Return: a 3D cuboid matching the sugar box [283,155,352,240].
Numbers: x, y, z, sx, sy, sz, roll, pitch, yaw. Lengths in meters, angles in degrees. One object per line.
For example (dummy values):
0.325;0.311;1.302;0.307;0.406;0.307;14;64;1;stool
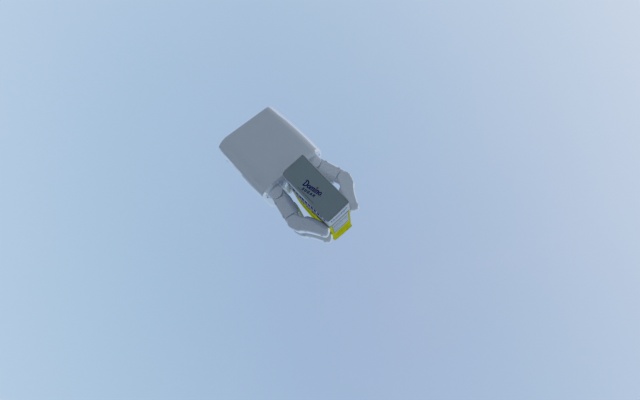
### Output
0.000;0.003;0.701;0.048;0.093;0.176;-43;-13;-3;sugar box
